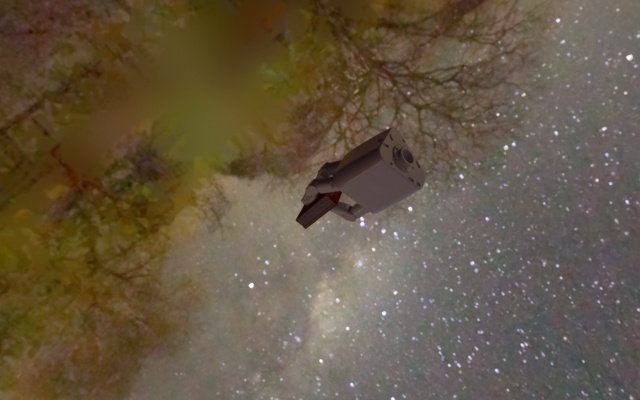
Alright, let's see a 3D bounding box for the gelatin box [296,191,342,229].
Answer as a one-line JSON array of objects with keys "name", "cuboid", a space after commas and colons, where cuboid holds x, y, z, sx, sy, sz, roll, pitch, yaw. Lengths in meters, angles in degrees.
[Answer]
[{"name": "gelatin box", "cuboid": [0.000, 0.003, 0.880, 0.089, 0.030, 0.073, -40, 13, 31]}]
